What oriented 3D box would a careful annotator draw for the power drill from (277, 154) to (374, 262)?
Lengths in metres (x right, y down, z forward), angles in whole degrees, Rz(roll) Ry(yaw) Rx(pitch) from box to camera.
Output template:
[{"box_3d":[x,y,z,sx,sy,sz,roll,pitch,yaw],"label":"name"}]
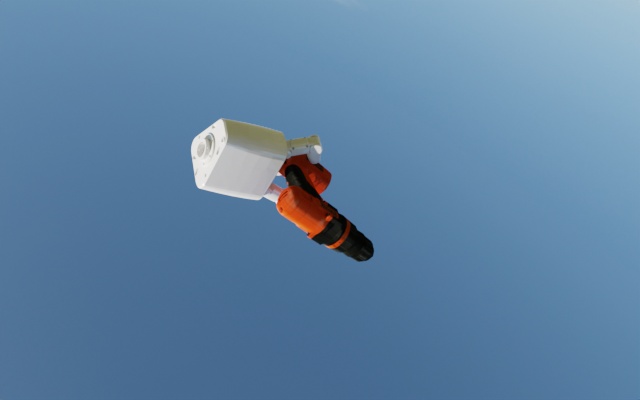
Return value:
[{"box_3d":[0.000,0.002,0.760,0.184,0.057,0.187,37,16,-31],"label":"power drill"}]
